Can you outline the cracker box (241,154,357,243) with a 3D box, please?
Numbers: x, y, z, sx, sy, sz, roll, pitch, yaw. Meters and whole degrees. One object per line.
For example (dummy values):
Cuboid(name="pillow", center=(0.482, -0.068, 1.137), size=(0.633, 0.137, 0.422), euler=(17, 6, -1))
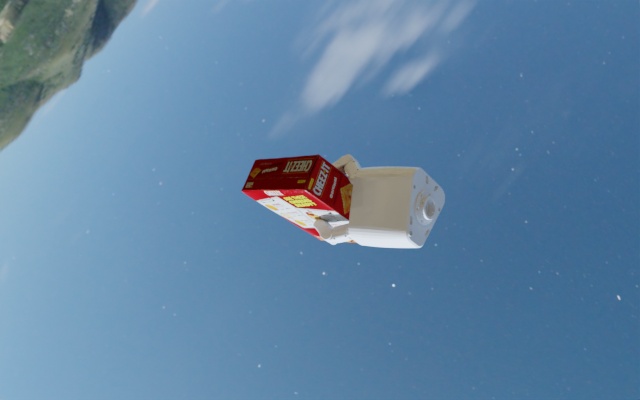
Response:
Cuboid(name="cracker box", center=(0.000, 0.003, 0.820), size=(0.164, 0.072, 0.214), euler=(0, -27, 45))
